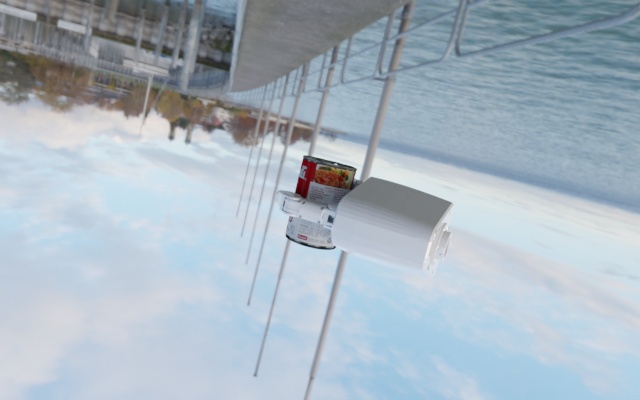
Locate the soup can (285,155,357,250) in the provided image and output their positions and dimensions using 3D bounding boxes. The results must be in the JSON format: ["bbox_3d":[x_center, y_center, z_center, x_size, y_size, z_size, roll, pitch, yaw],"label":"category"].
[{"bbox_3d":[0.000,0.002,0.583,0.068,0.102,0.068,13,8,-2],"label":"soup can"}]
